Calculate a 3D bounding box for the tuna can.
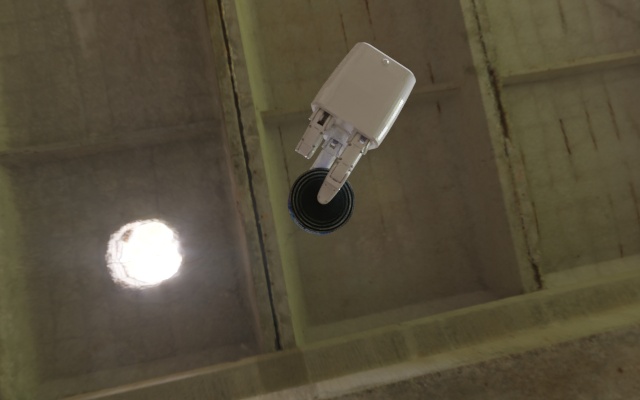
[{"bbox_3d":[0.000,0.002,0.629,0.086,0.086,0.034,0,-10,-10],"label":"tuna can"}]
